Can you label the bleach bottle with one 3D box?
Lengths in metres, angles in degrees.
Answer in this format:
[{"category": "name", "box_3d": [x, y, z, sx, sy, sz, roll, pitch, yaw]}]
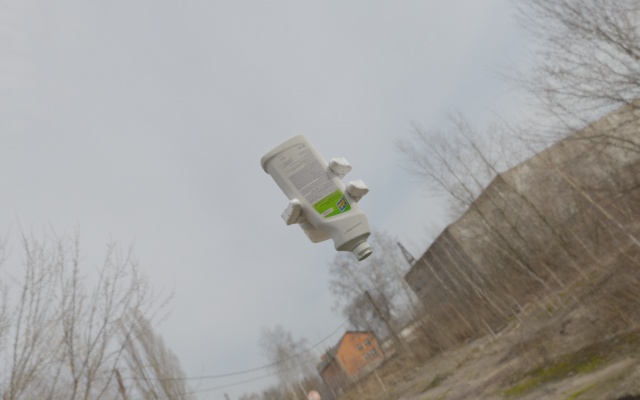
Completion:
[{"category": "bleach bottle", "box_3d": [0.000, 0.003, 0.839, 0.102, 0.250, 0.068, -33, -21, -6]}]
